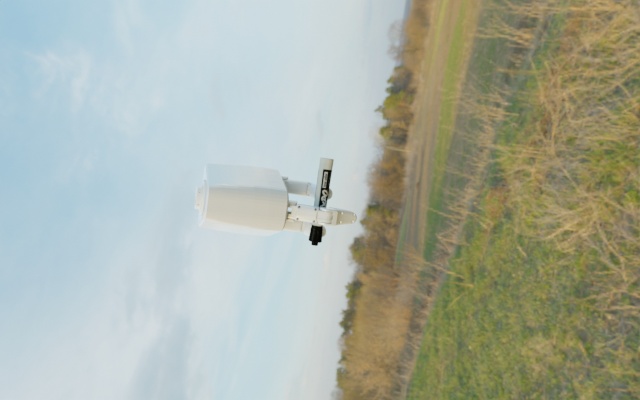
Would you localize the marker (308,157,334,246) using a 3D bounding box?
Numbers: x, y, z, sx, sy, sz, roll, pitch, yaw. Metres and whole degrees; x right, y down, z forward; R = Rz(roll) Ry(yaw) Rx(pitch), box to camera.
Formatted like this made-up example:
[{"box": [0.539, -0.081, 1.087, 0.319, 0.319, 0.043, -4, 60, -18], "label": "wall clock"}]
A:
[{"box": [0.000, 0.002, 0.653, 0.020, 0.121, 0.020, 8, 5, -1], "label": "marker"}]
